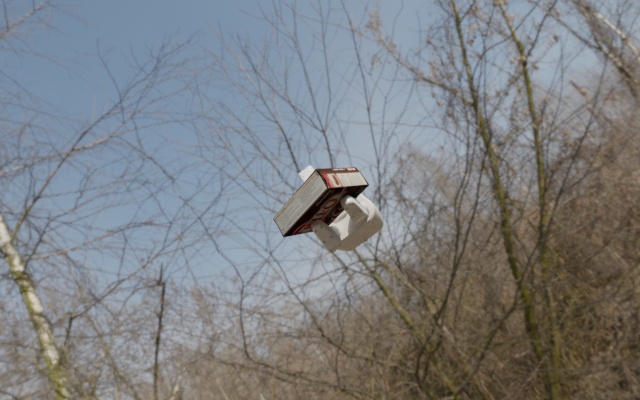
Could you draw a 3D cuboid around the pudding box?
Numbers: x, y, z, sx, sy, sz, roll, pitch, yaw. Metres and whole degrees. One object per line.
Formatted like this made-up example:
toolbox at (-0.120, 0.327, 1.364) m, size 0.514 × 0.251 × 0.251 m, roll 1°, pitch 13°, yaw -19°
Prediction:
pudding box at (0.000, 0.002, 0.666) m, size 0.090 × 0.039 × 0.113 m, roll -8°, pitch -34°, yaw -49°
